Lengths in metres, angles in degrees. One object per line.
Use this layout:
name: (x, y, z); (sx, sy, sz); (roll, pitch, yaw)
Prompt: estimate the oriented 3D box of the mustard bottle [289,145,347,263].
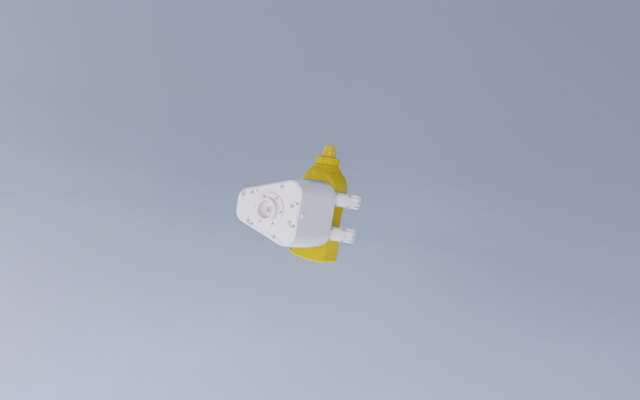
mustard bottle: (0.000, 0.003, 0.805); (0.058, 0.191, 0.096); (8, 2, -39)
